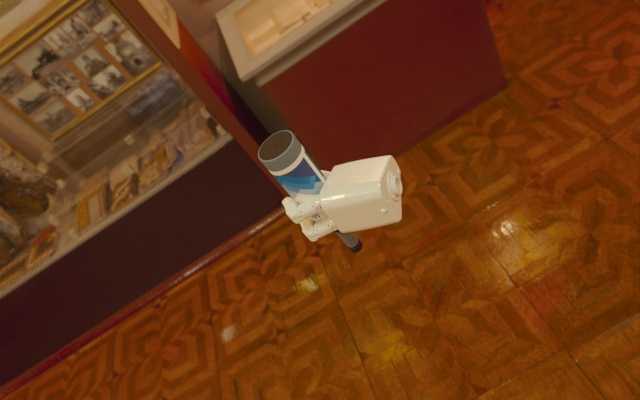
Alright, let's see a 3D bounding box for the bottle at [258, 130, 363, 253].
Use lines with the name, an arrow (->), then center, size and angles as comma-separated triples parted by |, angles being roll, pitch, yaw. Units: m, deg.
bottle -> 0.000, 0.003, 0.839 | 0.069, 0.069, 0.296 | 0, -37, 37
